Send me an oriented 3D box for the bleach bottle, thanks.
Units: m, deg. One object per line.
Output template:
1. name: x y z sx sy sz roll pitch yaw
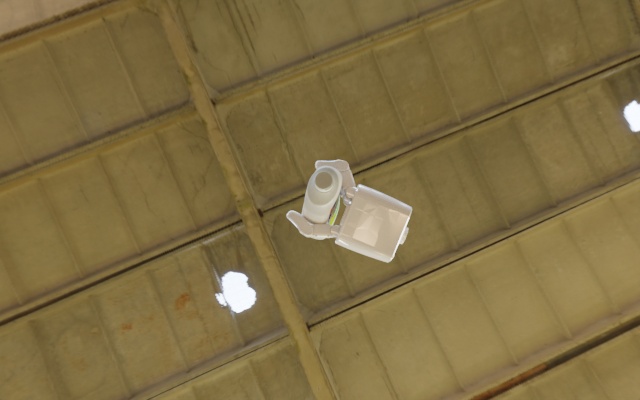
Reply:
1. bleach bottle: 0.000 0.003 0.868 0.068 0.102 0.251 22 -12 4
